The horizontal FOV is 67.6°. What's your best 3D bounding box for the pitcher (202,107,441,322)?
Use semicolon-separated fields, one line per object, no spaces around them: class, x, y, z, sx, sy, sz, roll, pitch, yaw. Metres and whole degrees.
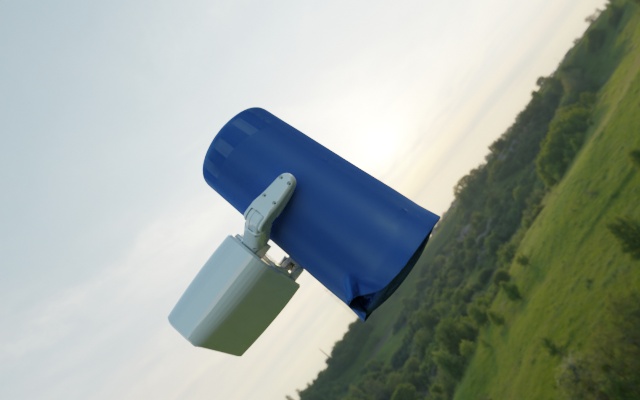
pitcher;0.000;0.002;0.523;0.243;0.145;0.149;37;-6;13
